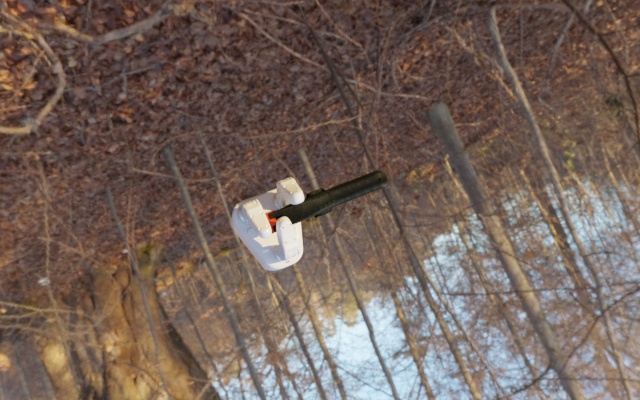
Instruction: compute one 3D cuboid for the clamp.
[{"bbox_3d":[0.000,0.003,0.673,0.171,0.039,0.120,-20,-5,-15],"label":"clamp"}]
